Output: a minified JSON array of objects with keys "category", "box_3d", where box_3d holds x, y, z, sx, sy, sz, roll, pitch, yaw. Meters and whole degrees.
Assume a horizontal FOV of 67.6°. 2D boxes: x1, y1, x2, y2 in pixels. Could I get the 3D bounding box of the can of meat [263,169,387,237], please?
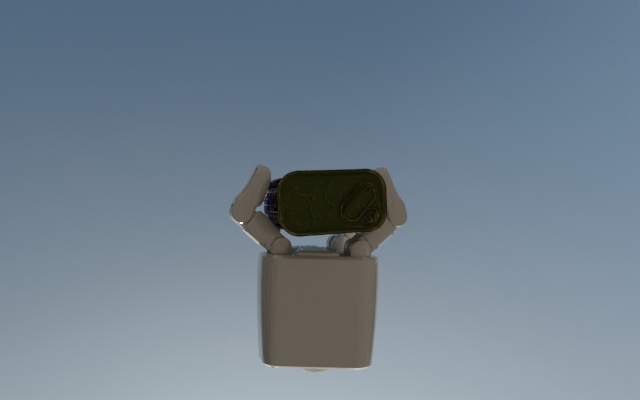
[{"category":"can of meat","box_3d":[0.000,0.001,0.459,0.102,0.057,0.084,-3,1,-18]}]
